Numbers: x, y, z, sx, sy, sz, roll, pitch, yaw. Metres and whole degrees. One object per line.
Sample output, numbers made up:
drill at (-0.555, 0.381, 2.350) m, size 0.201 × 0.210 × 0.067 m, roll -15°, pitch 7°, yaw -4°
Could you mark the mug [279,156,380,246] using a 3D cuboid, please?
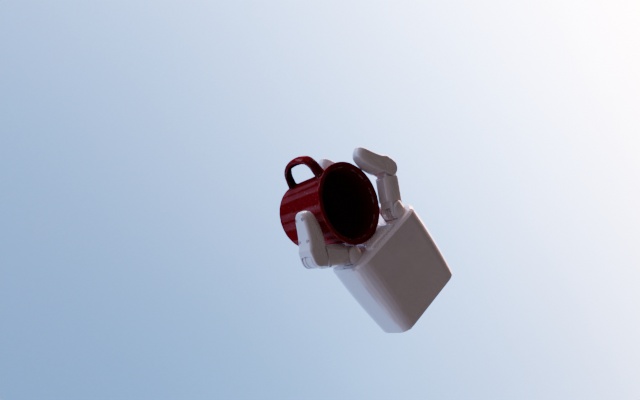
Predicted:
mug at (-0.001, 0.001, 0.544) m, size 0.081 × 0.117 × 0.093 m, roll -19°, pitch 24°, yaw 46°
